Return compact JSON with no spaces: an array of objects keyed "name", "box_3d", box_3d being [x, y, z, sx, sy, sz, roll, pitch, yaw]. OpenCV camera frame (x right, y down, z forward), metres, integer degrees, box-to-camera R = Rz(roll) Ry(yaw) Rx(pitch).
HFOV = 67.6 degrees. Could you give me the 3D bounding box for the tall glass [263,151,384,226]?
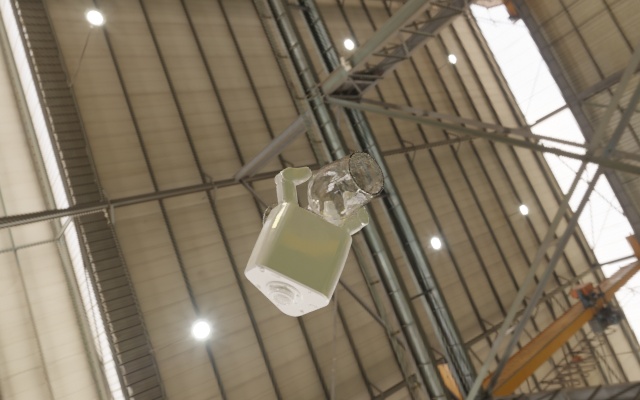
[{"name":"tall glass","box_3d":[0.000,0.002,0.682,0.079,0.079,0.201,0,-23,-40]}]
